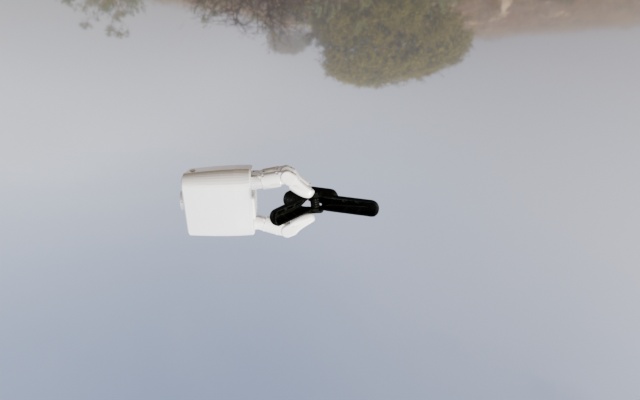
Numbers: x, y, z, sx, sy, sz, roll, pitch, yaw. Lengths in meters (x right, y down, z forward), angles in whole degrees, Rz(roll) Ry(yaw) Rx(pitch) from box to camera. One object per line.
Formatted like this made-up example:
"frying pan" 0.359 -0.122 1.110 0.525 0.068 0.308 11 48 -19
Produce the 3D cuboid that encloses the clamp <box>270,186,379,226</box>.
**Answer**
"clamp" 0.000 0.003 0.790 0.164 0.036 0.210 -3 11 -4
